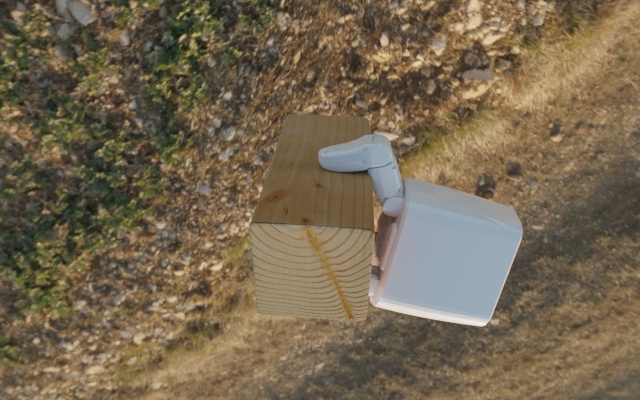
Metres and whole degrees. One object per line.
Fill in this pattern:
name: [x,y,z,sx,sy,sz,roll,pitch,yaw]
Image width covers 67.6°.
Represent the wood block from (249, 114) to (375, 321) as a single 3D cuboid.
wood block: [0.000,0.001,0.441,0.090,0.091,0.206,3,32,3]
